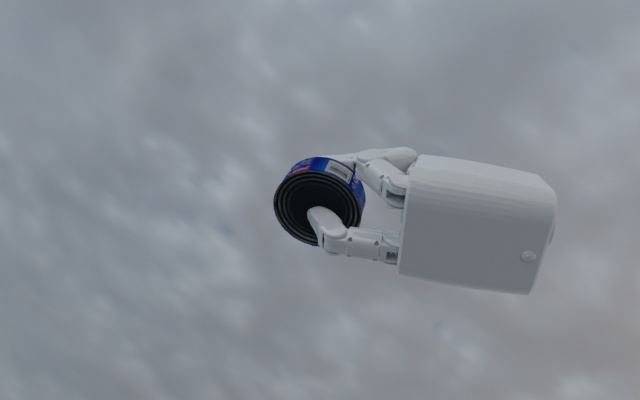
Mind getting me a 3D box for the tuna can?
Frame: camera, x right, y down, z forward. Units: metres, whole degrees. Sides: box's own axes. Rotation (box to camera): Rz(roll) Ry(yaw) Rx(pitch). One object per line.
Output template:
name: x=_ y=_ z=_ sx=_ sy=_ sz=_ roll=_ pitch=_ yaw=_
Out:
tuna can: x=0.000 y=0.001 z=0.463 sx=0.086 sy=0.086 sz=0.033 roll=0 pitch=32 yaw=16
